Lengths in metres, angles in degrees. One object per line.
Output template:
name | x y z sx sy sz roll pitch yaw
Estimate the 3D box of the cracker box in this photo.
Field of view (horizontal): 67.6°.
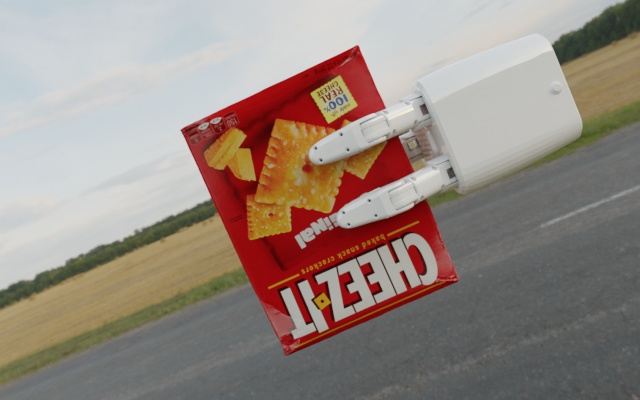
cracker box | 0.000 0.001 0.418 0.164 0.214 0.072 -24 4 2
